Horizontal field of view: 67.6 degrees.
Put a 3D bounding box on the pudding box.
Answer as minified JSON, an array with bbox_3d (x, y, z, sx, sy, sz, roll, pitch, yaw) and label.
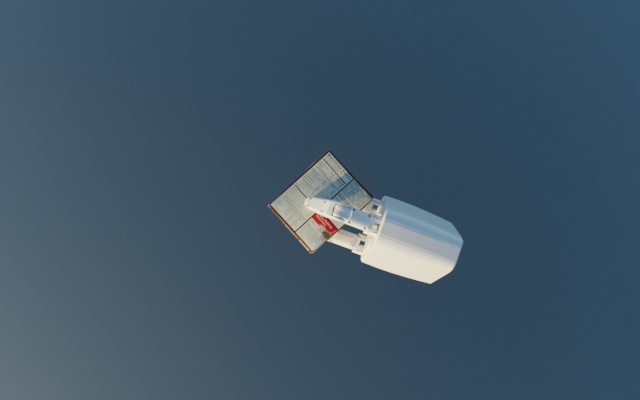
[{"bbox_3d":[0.000,0.002,0.639,0.113,0.090,0.039,-42,-2,-4],"label":"pudding box"}]
